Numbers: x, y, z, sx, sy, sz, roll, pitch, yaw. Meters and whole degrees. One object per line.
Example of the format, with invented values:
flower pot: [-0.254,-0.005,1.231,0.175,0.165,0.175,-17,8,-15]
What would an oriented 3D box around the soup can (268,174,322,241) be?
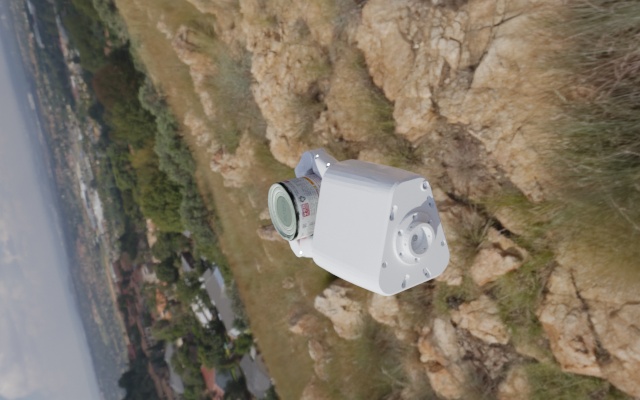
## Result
soup can: [0.000,0.002,0.546,0.102,0.068,0.068,-15,7,-29]
